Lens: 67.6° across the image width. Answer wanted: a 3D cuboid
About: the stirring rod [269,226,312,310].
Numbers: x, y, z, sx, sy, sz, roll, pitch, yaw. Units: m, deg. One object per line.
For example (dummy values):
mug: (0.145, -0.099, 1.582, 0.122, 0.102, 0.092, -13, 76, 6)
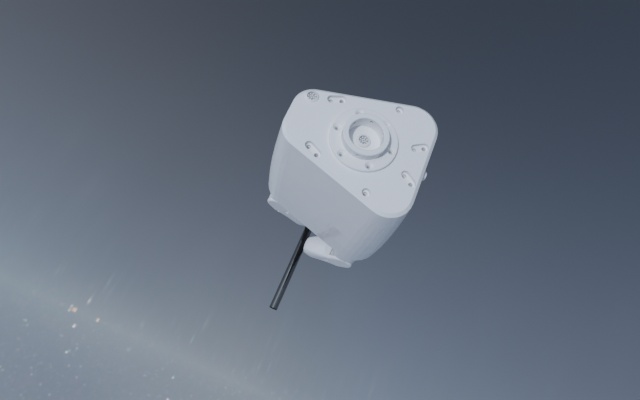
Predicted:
stirring rod: (0.000, 0.002, 0.501, 0.011, 0.239, 0.011, 20, -23, 9)
